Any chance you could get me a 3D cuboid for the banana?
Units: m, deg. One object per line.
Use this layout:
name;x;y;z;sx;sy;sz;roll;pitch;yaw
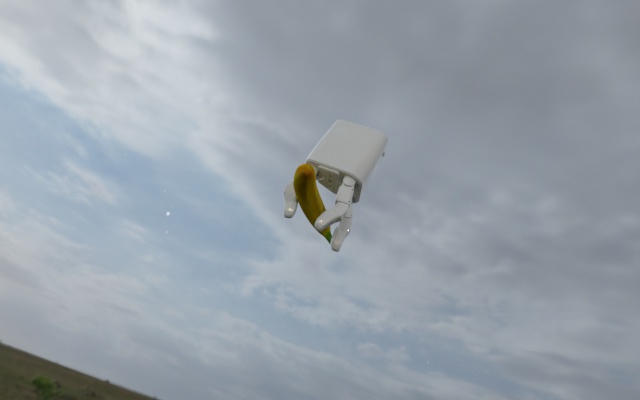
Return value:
banana;-0.012;-0.004;0.781;0.069;0.037;0.198;33;-23;36
